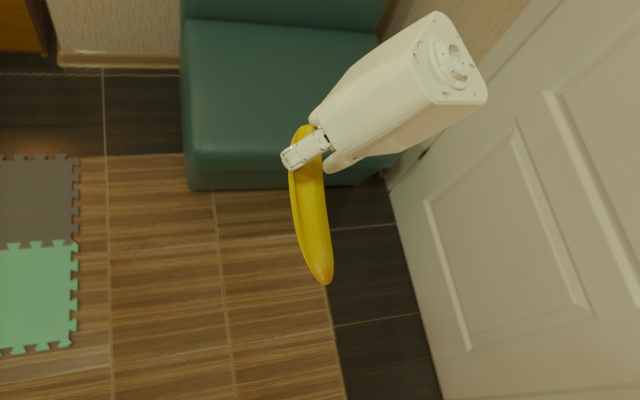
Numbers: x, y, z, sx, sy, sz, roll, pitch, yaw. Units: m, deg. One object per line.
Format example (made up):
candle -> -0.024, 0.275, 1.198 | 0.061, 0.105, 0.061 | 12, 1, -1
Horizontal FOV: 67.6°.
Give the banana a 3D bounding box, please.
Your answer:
banana -> -0.009, -0.004, 0.540 | 0.037, 0.197, 0.069 | -10, -13, 25
